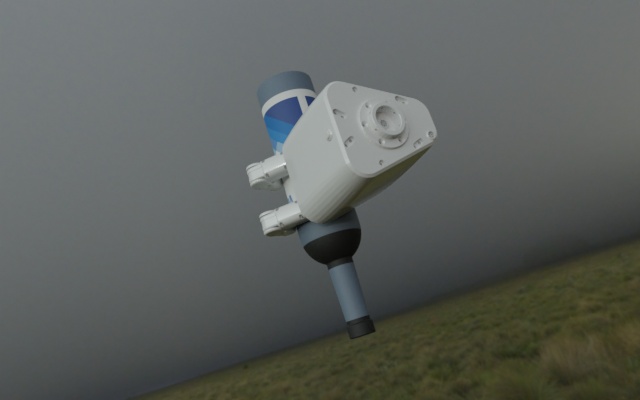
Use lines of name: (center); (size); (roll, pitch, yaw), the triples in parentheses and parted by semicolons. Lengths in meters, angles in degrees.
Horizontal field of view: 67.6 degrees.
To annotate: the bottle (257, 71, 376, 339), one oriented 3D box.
bottle: (0.000, 0.002, 0.522); (0.069, 0.295, 0.069); (-16, -16, -5)
